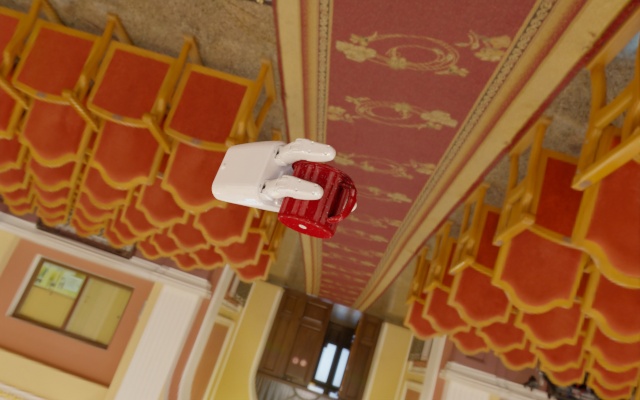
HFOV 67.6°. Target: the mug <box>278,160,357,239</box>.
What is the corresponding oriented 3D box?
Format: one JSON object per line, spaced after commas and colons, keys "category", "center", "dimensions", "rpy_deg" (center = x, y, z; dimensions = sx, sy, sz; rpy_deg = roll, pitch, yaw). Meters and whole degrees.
{"category": "mug", "center": [0.001, 0.002, 0.646], "dimensions": [0.117, 0.081, 0.093], "rpy_deg": [4, -22, 42]}
